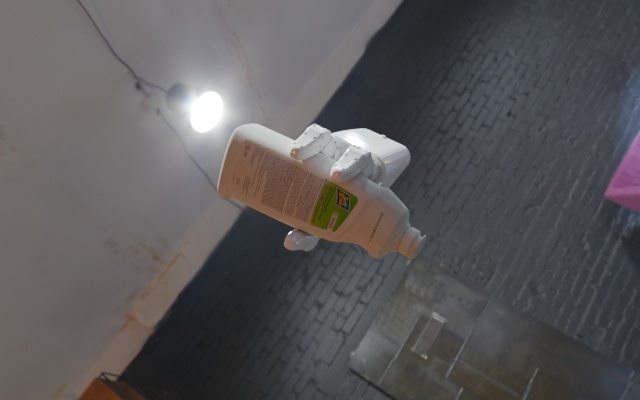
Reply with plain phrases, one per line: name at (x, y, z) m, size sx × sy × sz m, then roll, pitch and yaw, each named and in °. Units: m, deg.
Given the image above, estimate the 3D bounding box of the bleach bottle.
bleach bottle at (0.000, 0.002, 0.555) m, size 0.251 × 0.103 × 0.068 m, roll 28°, pitch 25°, yaw 20°
